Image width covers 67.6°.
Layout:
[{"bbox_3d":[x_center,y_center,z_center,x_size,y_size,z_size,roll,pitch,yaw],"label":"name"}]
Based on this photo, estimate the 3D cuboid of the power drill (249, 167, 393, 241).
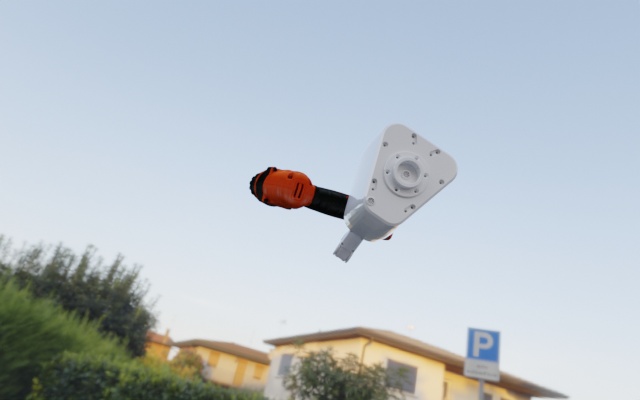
[{"bbox_3d":[0.001,0.002,0.666,0.188,0.057,0.184,15,0,-22],"label":"power drill"}]
